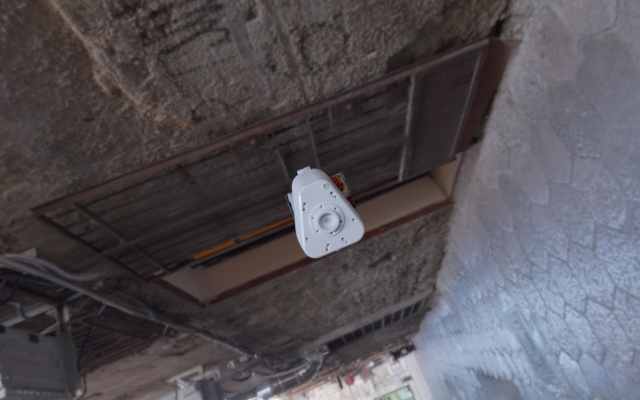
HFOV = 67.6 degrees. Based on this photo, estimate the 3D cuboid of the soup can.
[{"bbox_3d":[0.000,0.003,0.805,0.102,0.068,0.068,-22,1,-2],"label":"soup can"}]
